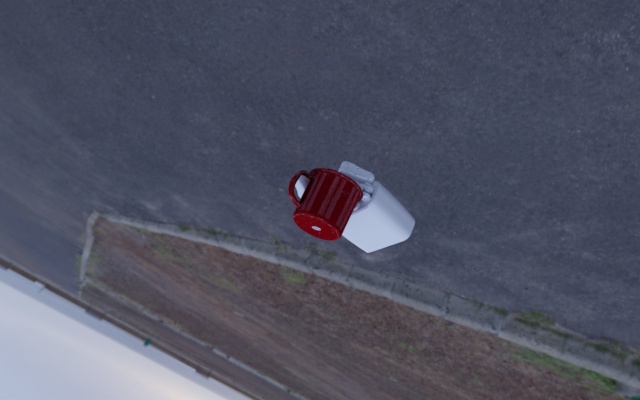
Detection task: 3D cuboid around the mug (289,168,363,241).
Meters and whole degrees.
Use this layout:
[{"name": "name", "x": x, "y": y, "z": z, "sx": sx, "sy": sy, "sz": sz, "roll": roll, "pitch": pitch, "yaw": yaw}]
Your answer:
[{"name": "mug", "x": -0.001, "y": 0.002, "z": 0.734, "sx": 0.117, "sy": 0.081, "sz": 0.093, "roll": 38, "pitch": -27, "yaw": -25}]
